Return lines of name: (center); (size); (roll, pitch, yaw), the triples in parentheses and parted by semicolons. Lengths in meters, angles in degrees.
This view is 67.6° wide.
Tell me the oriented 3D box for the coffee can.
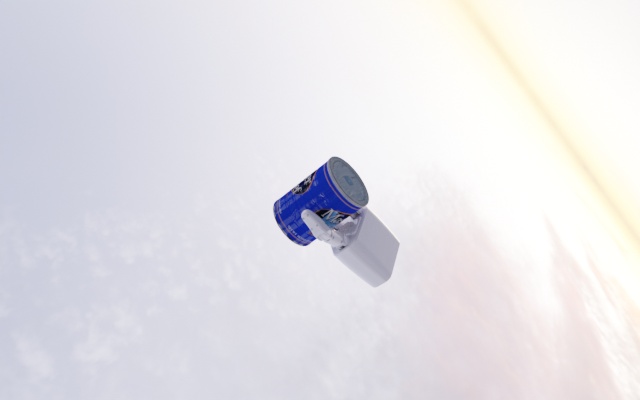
coffee can: (0.000, 0.003, 0.846); (0.140, 0.102, 0.103); (-36, -18, 26)
